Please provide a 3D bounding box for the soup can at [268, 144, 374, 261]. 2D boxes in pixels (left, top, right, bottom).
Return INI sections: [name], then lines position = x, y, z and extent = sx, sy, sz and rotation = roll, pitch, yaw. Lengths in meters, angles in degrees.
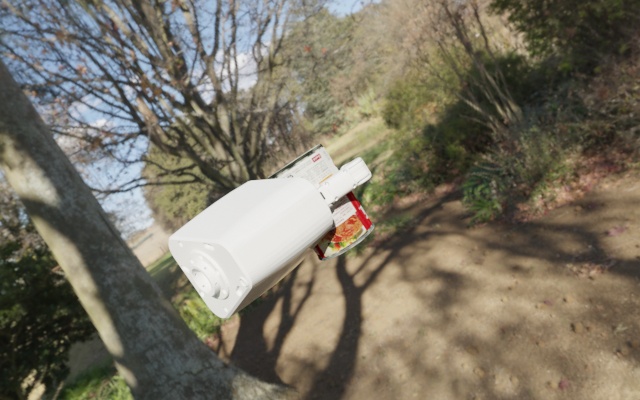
[soup can]
position = 0.000, 0.001, 0.493
extent = 0.068, 0.102, 0.068
rotation = -32, 6, 4
